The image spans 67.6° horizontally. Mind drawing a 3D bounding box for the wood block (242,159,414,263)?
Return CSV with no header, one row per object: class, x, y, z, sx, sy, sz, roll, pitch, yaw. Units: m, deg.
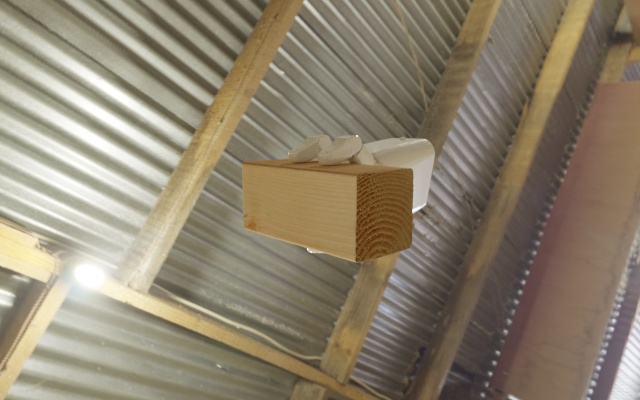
wood block,0.000,0.002,0.566,0.090,0.091,0.206,-9,12,-40
